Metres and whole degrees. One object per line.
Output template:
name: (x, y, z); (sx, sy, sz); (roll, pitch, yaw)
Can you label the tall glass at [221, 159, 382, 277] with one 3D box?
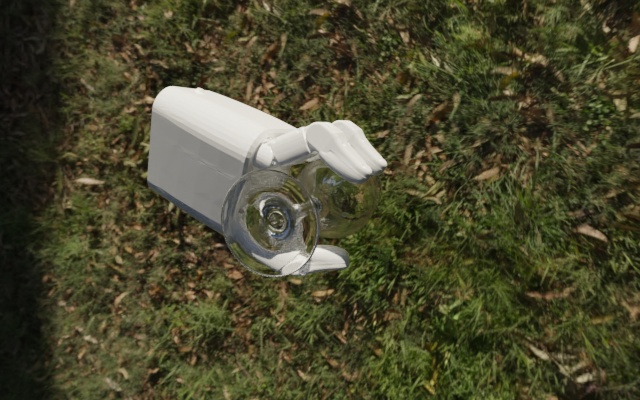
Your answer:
tall glass: (0.000, 0.002, 0.412); (0.079, 0.079, 0.201); (0, 8, 21)
